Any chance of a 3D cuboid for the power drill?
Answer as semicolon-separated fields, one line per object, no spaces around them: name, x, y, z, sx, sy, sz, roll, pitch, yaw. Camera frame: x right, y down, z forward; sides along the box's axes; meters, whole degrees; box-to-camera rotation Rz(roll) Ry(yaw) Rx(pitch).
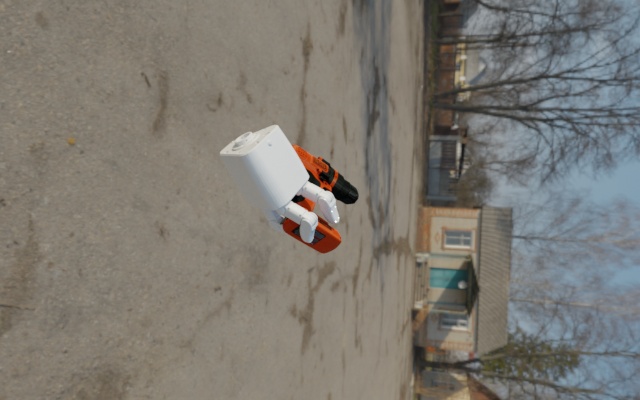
power drill;0.000;0.003;0.881;0.184;0.187;0.057;31;-52;-26
